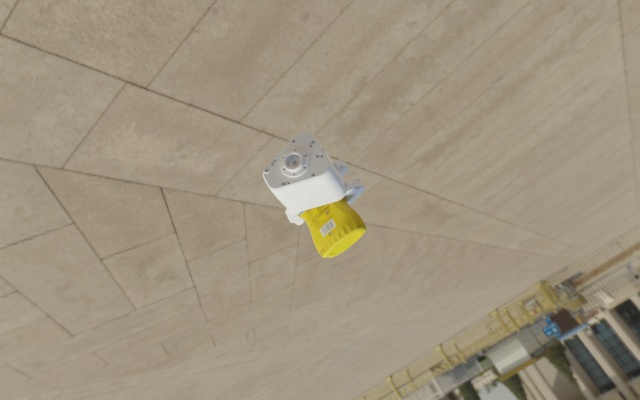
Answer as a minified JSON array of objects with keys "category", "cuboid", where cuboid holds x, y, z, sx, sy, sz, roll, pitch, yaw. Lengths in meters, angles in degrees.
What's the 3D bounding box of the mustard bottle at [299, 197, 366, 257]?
[{"category":"mustard bottle","cuboid":[0.000,0.003,0.881,0.096,0.191,0.058,-43,-28,26]}]
